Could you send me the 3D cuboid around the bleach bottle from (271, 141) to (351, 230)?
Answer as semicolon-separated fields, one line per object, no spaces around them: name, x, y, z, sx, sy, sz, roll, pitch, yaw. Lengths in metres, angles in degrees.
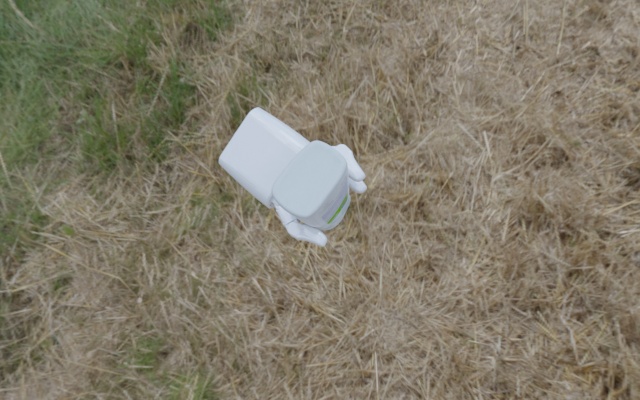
bleach bottle;0.000;0.002;0.704;0.068;0.102;0.251;37;-8;14
